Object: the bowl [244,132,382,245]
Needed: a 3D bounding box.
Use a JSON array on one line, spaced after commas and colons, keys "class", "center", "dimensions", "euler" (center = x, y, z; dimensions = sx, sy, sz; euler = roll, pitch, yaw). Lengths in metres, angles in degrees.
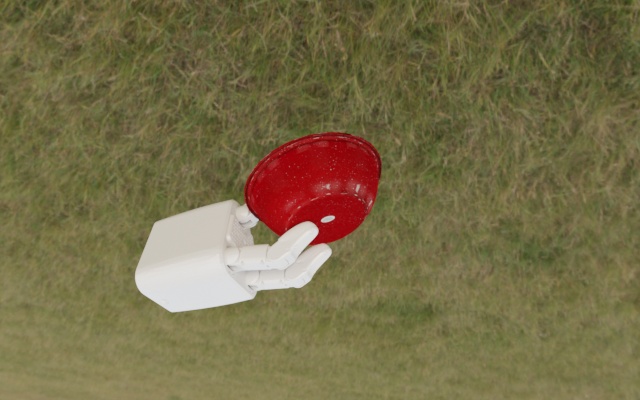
[{"class": "bowl", "center": [0.001, 0.001, 0.528], "dimensions": [0.162, 0.055, 0.162], "euler": [-12, -37, -9]}]
